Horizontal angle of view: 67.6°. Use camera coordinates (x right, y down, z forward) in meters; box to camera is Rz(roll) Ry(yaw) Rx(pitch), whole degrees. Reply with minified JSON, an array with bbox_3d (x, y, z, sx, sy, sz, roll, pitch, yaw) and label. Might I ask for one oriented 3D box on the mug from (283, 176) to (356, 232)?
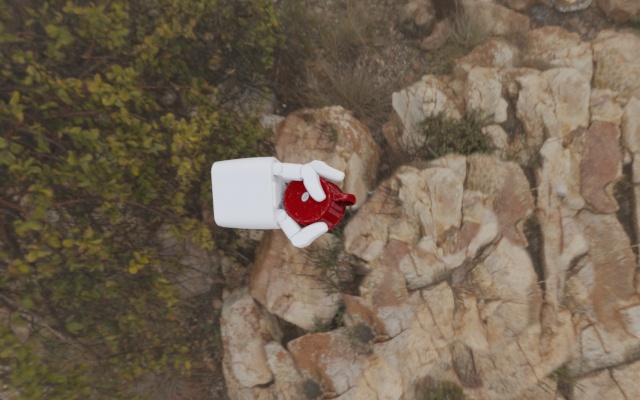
[{"bbox_3d":[0.001,0.003,0.785,0.117,0.093,0.081,-2,-11,15],"label":"mug"}]
